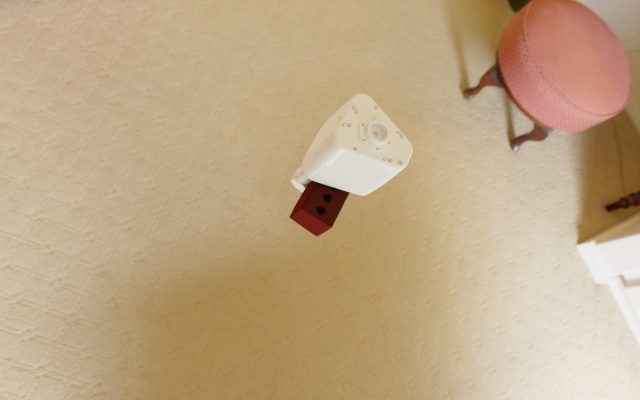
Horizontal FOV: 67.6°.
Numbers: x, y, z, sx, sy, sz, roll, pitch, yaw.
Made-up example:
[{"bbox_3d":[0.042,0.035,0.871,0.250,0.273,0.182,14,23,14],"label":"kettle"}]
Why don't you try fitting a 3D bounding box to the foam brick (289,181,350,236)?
[{"bbox_3d":[0.000,0.003,0.693,0.053,0.078,0.051,34,-27,-12],"label":"foam brick"}]
